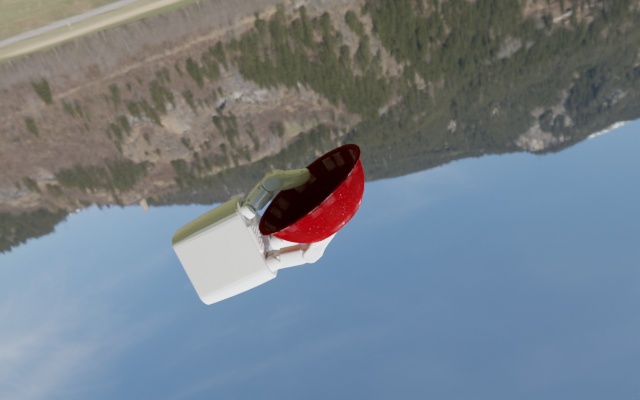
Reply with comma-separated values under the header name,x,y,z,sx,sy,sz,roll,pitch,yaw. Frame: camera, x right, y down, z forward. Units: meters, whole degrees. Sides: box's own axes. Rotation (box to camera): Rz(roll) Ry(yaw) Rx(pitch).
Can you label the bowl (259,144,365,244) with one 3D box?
name,x,y,z,sx,sy,sz,roll,pitch,yaw
bowl,0.001,0.002,0.598,0.162,0.055,0.162,-37,19,15
